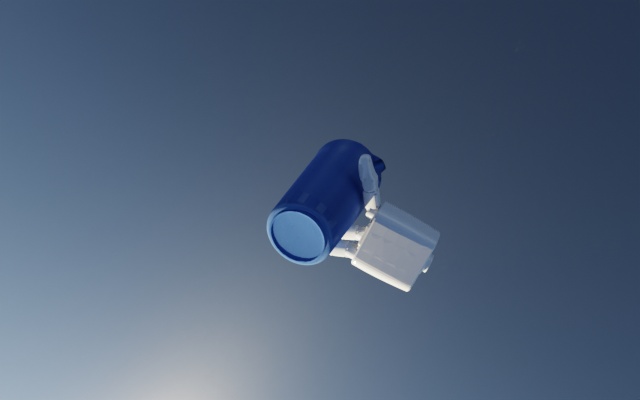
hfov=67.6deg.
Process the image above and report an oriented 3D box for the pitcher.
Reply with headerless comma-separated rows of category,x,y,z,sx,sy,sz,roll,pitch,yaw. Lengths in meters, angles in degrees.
pitcher,0.000,0.003,0.801,0.145,0.149,0.242,28,34,8
